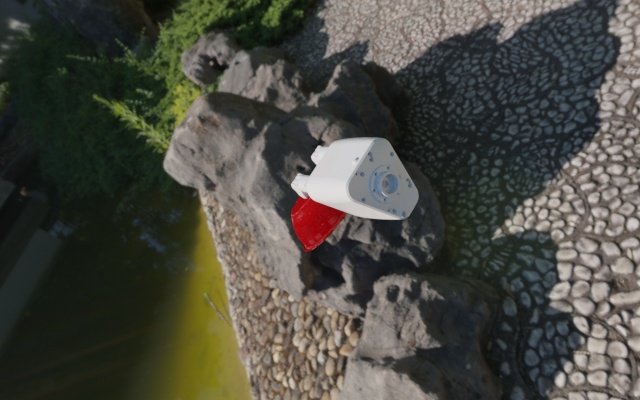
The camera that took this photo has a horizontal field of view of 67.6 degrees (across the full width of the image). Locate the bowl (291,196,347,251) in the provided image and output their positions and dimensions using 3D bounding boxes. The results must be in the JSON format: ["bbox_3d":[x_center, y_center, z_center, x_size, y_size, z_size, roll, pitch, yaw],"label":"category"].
[{"bbox_3d":[-0.001,0.003,0.792,0.055,0.162,0.162,36,-8,-11],"label":"bowl"}]
